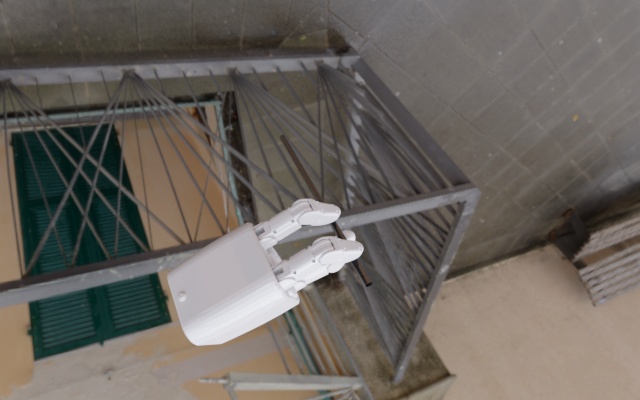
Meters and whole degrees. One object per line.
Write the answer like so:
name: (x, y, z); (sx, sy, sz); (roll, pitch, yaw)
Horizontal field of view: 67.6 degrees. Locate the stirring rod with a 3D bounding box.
stirring rod: (0.000, 0.002, 0.565); (0.011, 0.239, 0.011); (-20, -35, -15)
